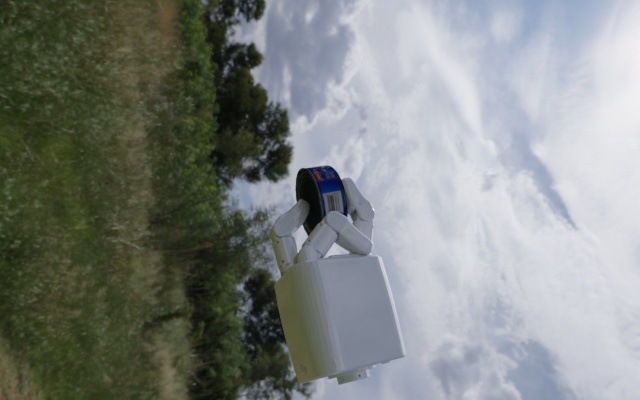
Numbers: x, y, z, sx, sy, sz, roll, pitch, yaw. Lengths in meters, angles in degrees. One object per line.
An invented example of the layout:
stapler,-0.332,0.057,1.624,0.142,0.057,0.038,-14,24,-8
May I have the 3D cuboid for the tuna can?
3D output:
tuna can,0.001,0.002,0.561,0.034,0.086,0.086,-10,3,-20
